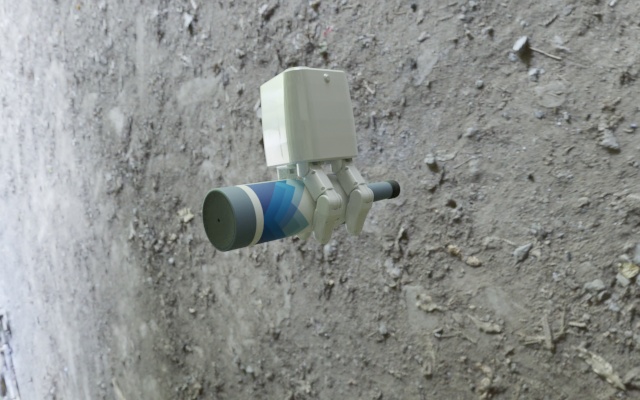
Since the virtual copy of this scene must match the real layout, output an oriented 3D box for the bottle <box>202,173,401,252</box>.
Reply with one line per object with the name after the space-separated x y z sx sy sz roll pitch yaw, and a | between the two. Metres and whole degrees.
0.000 0.002 0.592 0.295 0.069 0.069 -10 7 -43 | bottle
